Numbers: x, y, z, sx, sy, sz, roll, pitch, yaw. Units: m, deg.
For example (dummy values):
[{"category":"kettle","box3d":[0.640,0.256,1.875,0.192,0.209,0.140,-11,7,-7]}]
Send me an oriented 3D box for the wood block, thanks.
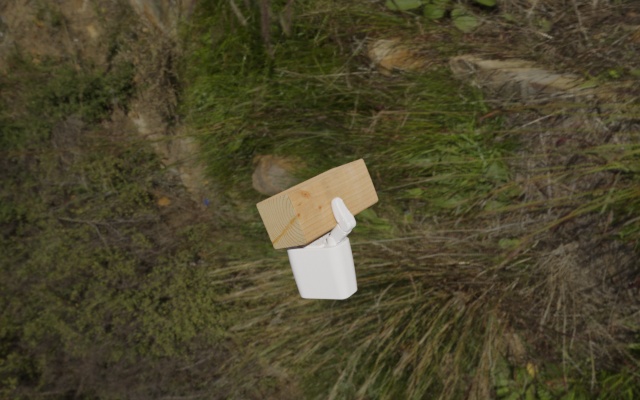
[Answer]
[{"category":"wood block","box3d":[0.000,0.003,0.870,0.091,0.090,0.206,-14,10,46]}]
